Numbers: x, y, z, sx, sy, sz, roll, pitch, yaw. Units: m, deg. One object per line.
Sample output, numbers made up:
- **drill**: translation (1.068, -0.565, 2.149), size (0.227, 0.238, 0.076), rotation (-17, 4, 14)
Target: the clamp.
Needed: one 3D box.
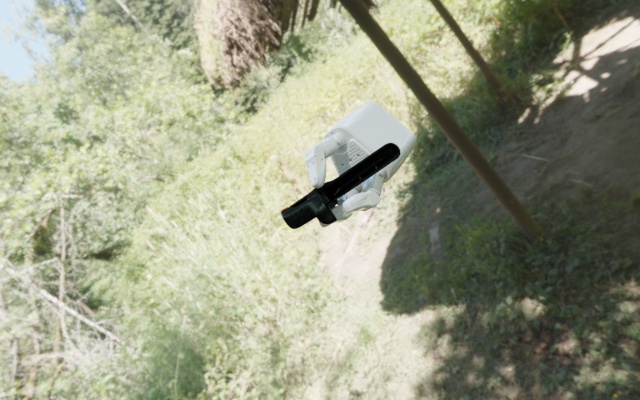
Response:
- **clamp**: translation (-0.001, 0.002, 0.656), size (0.210, 0.036, 0.164), rotation (-28, 11, 47)
